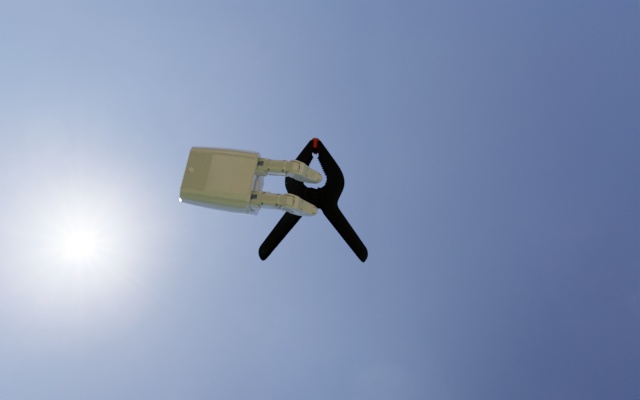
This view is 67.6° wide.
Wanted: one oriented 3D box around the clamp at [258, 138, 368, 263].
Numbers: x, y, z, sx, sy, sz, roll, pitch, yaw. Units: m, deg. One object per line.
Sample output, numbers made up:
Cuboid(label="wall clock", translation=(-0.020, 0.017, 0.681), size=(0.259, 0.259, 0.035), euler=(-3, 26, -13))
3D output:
Cuboid(label="clamp", translation=(0.000, 0.002, 0.751), size=(0.164, 0.210, 0.036), euler=(8, -20, 1))
